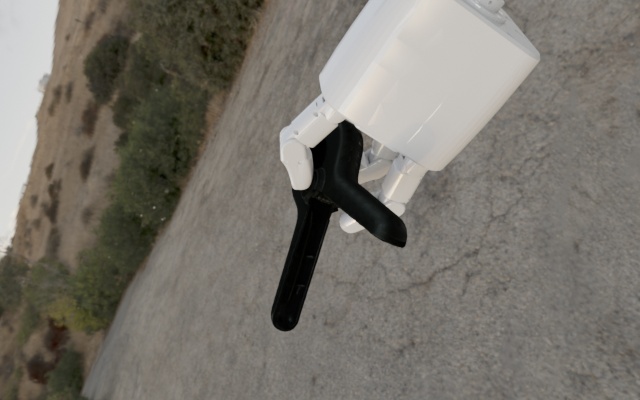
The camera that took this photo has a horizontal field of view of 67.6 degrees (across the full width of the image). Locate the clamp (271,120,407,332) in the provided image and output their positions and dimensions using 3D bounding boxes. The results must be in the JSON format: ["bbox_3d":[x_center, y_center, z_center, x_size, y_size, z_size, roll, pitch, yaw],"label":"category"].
[{"bbox_3d":[-0.001,0.001,0.424,0.036,0.209,0.165,22,-51,-26],"label":"clamp"}]
